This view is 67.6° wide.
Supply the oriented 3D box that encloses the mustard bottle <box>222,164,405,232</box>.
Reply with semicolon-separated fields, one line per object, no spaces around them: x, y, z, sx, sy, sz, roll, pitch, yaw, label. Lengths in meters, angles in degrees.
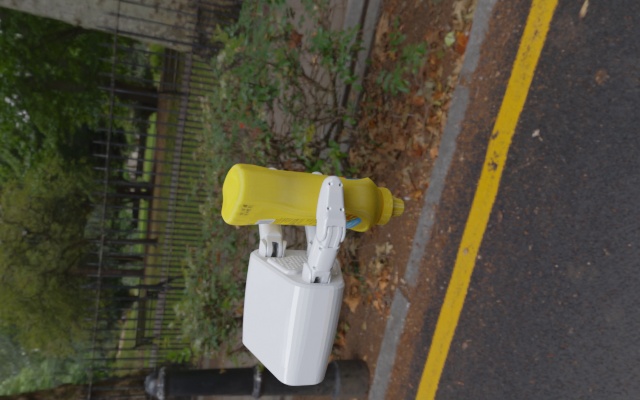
0.000;0.001;0.496;0.191;0.058;0.096;5;-13;-21;mustard bottle
